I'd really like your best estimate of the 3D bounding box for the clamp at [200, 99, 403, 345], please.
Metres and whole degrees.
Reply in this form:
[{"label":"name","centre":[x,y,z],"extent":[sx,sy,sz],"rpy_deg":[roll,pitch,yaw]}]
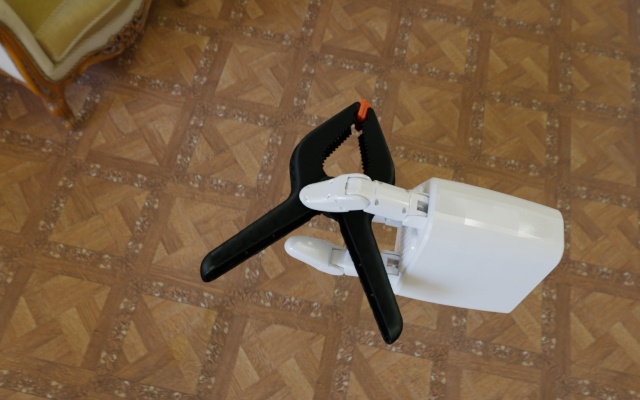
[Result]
[{"label":"clamp","centre":[0.000,0.001,0.408],"extent":[0.164,0.210,0.036],"rpy_deg":[13,-24,-2]}]
